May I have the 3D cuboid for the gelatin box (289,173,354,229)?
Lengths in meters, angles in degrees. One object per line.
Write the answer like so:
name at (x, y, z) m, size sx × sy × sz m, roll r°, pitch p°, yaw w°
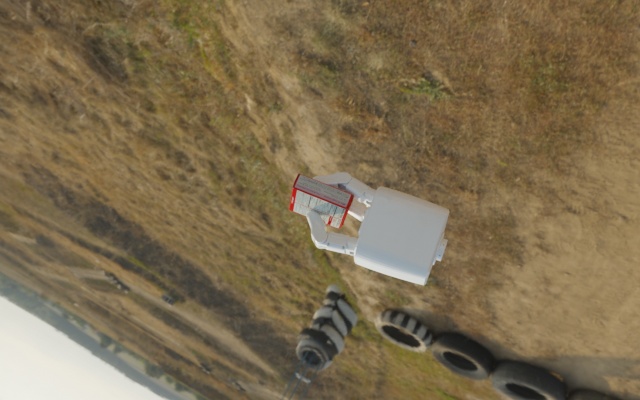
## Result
gelatin box at (0.000, 0.003, 0.718) m, size 0.089 × 0.030 × 0.073 m, roll 21°, pitch -28°, yaw 3°
